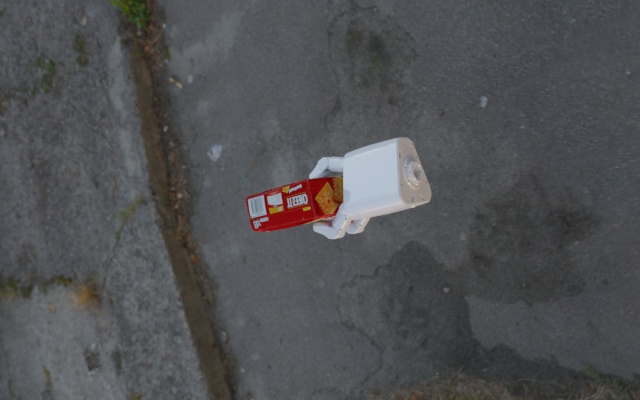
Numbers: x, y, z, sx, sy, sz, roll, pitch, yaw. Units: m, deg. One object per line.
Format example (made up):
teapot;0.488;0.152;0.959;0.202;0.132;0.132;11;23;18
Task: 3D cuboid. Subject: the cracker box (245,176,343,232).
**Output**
cracker box;0.000;0.003;0.867;0.164;0.072;0.213;-14;-5;42
